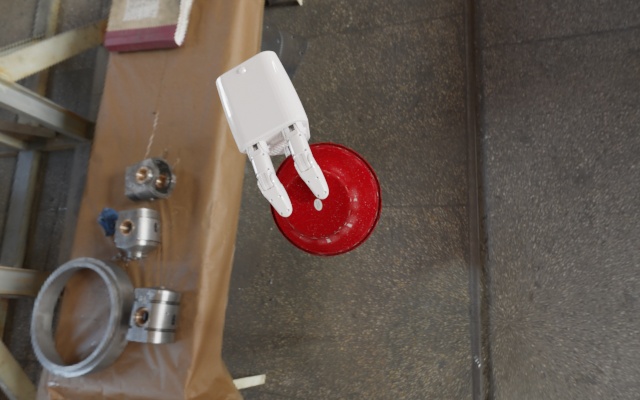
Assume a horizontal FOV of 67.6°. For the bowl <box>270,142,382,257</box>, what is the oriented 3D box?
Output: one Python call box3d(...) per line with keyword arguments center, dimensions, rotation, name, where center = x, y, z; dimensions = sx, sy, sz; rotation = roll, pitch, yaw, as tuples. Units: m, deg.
box3d(center=(0.001, 0.003, 0.646), dimensions=(0.162, 0.162, 0.055), rotation=(0, 6, 12), name="bowl")
